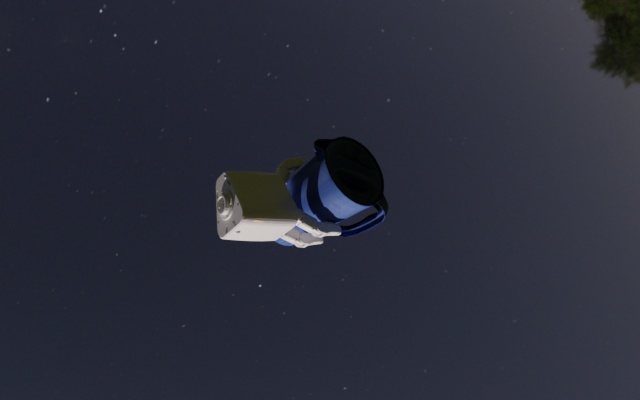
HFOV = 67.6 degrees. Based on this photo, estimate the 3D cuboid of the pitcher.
[{"bbox_3d":[0.000,0.003,0.896,0.145,0.149,0.243,1,-25,-40],"label":"pitcher"}]
